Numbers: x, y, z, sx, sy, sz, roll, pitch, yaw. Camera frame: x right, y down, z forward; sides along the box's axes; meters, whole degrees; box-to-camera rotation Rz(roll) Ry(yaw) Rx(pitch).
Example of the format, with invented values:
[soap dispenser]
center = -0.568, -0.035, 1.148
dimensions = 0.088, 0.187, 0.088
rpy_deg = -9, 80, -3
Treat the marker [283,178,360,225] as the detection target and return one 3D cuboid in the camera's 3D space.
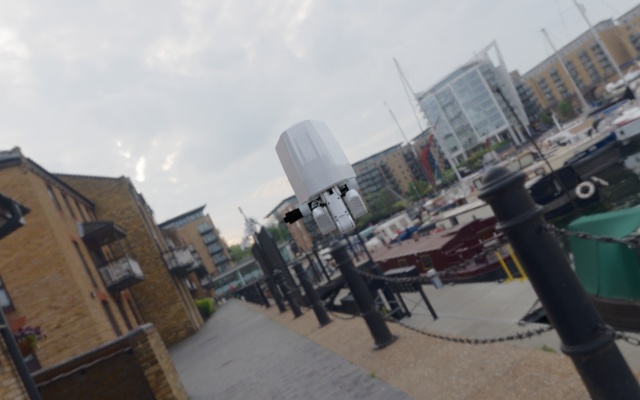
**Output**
[marker]
center = 0.000, 0.002, 0.707
dimensions = 0.121, 0.020, 0.020
rpy_deg = -27, -1, 1
